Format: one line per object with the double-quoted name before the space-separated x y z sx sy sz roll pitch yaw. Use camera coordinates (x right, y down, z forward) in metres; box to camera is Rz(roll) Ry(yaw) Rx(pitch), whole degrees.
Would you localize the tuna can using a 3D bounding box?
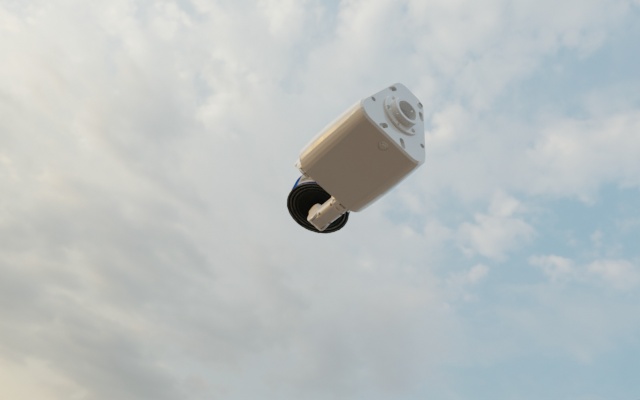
"tuna can" 0.000 0.002 0.643 0.086 0.086 0.033 0 38 20
